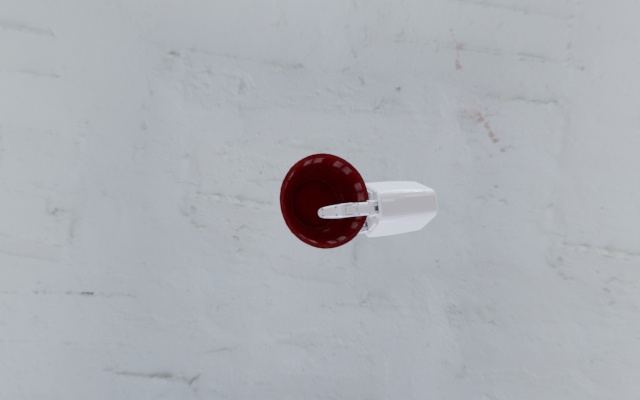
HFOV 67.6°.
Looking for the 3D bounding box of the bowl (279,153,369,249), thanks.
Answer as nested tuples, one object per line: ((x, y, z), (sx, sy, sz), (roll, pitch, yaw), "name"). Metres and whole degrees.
((-0.001, 0.003, 0.825), (0.162, 0.162, 0.055), (0, -5, -21), "bowl")
